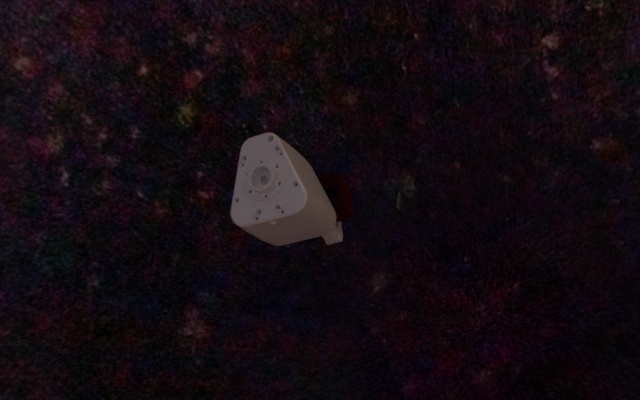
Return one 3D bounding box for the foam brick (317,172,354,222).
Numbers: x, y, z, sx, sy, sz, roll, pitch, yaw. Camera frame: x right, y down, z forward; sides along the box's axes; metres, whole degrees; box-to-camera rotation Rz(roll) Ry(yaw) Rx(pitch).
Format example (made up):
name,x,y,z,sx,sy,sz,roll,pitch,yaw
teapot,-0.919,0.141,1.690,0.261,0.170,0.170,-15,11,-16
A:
name,x,y,z,sx,sy,sz,roll,pitch,yaw
foam brick,0.000,0.002,0.644,0.078,0.053,0.051,-15,-20,13
